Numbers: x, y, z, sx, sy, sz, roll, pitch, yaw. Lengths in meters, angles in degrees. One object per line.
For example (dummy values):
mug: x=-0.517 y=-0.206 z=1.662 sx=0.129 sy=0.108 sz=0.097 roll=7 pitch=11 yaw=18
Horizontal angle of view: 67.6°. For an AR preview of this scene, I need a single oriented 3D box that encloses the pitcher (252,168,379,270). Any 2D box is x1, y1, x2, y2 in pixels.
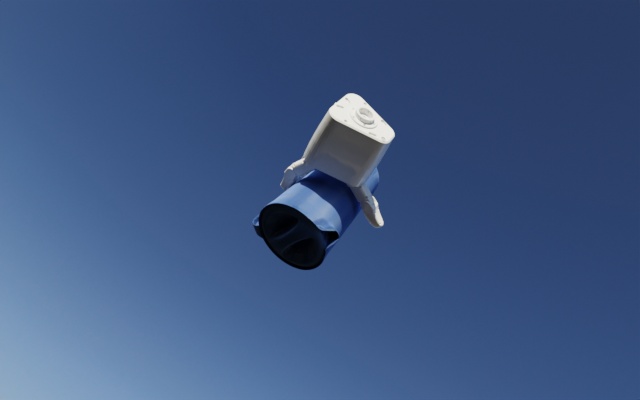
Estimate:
pitcher: x=0.000 y=0.003 z=0.870 sx=0.242 sy=0.149 sz=0.145 roll=-45 pitch=-10 yaw=-44
